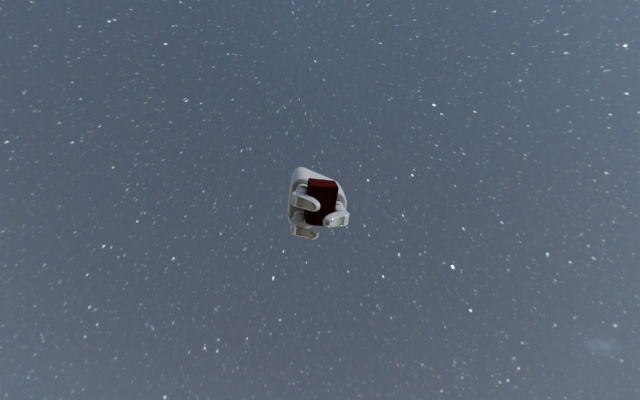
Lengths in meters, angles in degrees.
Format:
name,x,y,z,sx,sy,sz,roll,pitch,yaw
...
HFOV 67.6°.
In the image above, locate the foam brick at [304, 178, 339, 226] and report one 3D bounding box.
name,x,y,z,sx,sy,sz,roll,pitch,yaw
foam brick,0.000,0.003,0.880,0.053,0.078,0.051,6,19,-8
